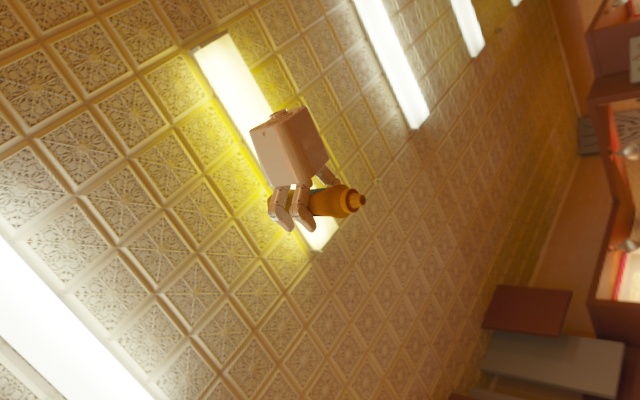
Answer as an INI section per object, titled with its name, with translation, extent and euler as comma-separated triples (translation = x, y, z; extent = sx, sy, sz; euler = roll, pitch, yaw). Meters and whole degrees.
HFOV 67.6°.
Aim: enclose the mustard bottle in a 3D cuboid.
[mustard bottle]
translation = 0.000, 0.003, 0.841
extent = 0.191, 0.058, 0.096
euler = -4, 2, 44
